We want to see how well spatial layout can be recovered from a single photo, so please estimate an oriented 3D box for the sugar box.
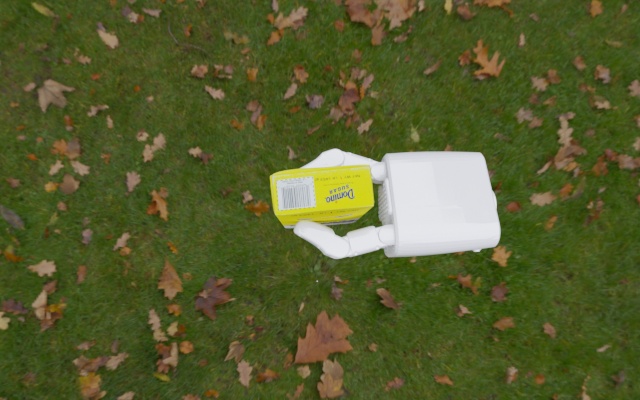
[{"bbox_3d":[0.000,0.002,0.515,0.093,0.048,0.176,-5,-10,-1],"label":"sugar box"}]
